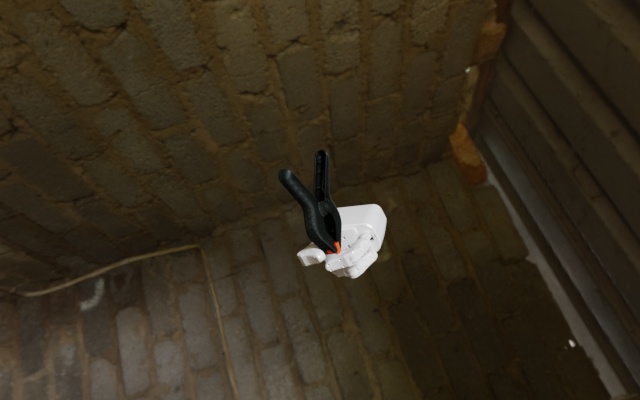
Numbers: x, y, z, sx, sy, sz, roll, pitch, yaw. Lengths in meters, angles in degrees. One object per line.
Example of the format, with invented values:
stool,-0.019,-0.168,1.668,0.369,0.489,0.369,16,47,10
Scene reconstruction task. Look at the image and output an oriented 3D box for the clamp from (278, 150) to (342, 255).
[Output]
clamp,0.001,0.003,0.776,0.039,0.171,0.120,-2,28,42
